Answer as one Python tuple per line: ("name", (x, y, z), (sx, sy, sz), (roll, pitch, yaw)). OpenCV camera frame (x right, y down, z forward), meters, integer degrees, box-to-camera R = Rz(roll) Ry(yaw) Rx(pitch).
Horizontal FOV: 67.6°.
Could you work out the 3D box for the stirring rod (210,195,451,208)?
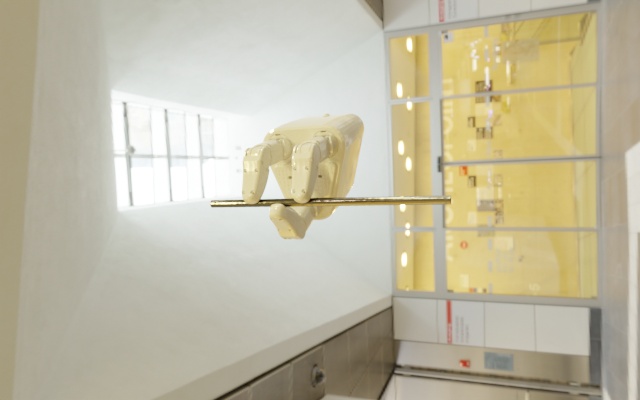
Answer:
("stirring rod", (0.000, 0.002, 0.455), (0.239, 0.011, 0.011), (-1, 0, 20))
